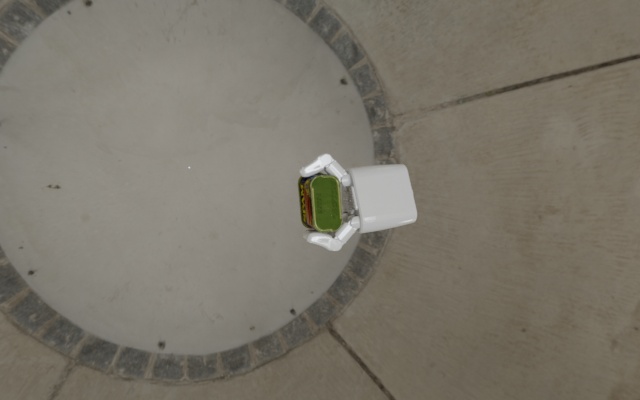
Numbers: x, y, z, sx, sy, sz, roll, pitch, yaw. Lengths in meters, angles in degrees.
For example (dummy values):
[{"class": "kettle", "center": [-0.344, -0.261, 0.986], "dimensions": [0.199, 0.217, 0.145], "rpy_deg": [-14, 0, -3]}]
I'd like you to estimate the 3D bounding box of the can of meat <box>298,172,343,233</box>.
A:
[{"class": "can of meat", "center": [0.000, 0.003, 0.828], "dimensions": [0.057, 0.102, 0.084], "rpy_deg": [-6, 6, -15]}]
